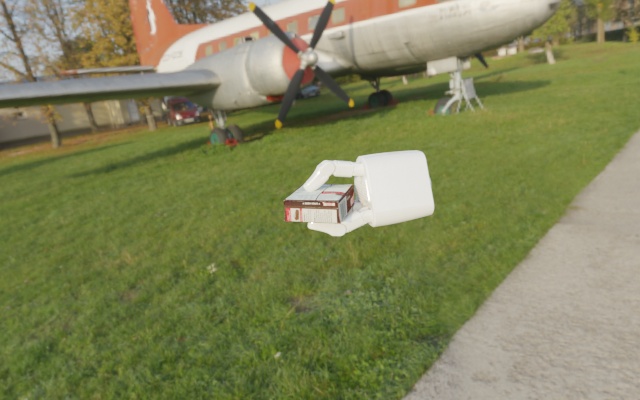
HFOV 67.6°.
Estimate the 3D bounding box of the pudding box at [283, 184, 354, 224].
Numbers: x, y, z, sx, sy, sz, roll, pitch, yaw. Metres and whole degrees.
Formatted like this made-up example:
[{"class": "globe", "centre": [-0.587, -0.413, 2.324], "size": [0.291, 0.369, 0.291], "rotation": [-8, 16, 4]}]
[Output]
[{"class": "pudding box", "centre": [0.000, 0.002, 0.761], "size": [0.090, 0.039, 0.113], "rotation": [0, 14, 15]}]
